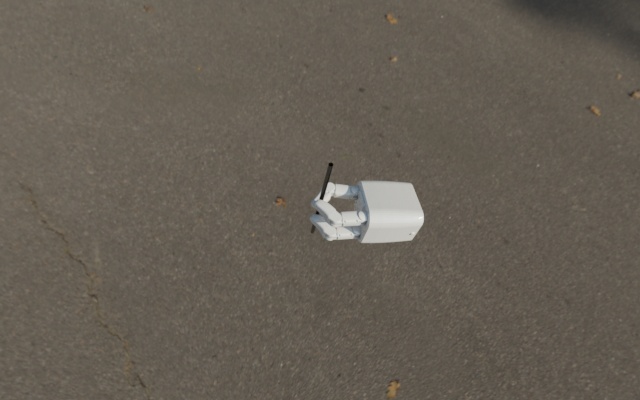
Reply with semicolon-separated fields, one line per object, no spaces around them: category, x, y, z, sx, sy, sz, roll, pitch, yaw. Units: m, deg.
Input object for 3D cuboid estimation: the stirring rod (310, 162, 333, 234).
stirring rod;0.000;0.003;0.871;0.011;0.011;0.240;0;-30;-9
